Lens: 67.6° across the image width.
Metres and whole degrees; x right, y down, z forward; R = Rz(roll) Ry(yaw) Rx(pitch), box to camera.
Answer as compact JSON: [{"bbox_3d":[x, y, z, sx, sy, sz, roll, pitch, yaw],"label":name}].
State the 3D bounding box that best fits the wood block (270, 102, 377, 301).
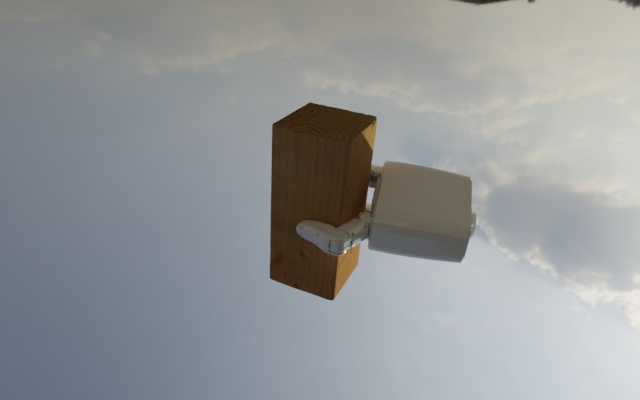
[{"bbox_3d":[0.000,0.002,0.567,0.090,0.206,0.090,16,32,20],"label":"wood block"}]
